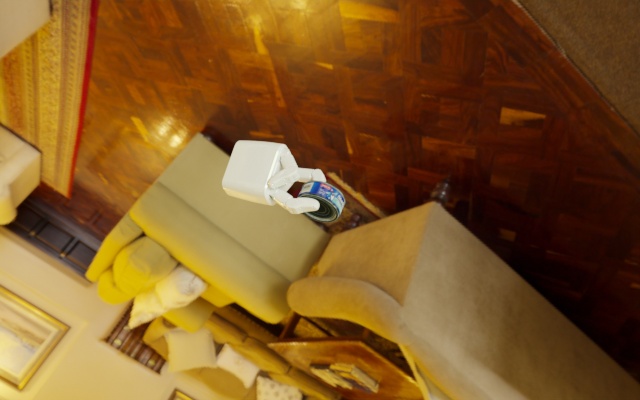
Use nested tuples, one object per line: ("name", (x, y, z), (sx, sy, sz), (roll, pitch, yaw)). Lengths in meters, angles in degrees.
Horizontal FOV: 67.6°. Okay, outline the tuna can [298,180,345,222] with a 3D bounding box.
("tuna can", (0.000, 0.003, 0.882), (0.086, 0.033, 0.086), (17, -33, 11))
